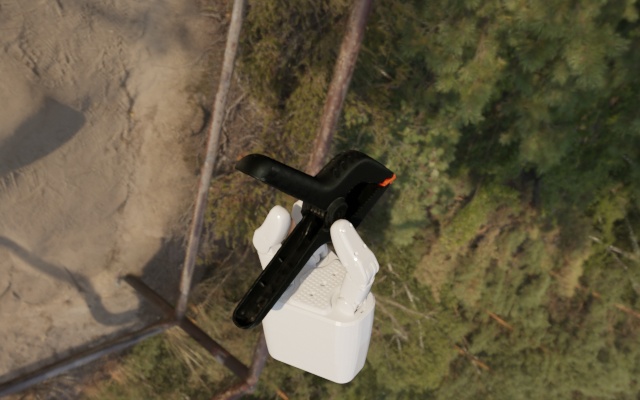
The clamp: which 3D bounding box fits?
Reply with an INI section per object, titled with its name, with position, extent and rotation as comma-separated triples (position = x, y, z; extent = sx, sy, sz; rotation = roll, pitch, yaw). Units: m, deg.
[clamp]
position = 0.001, 0.002, 0.424
extent = 0.036, 0.165, 0.210
rotation = 30, 46, 29
